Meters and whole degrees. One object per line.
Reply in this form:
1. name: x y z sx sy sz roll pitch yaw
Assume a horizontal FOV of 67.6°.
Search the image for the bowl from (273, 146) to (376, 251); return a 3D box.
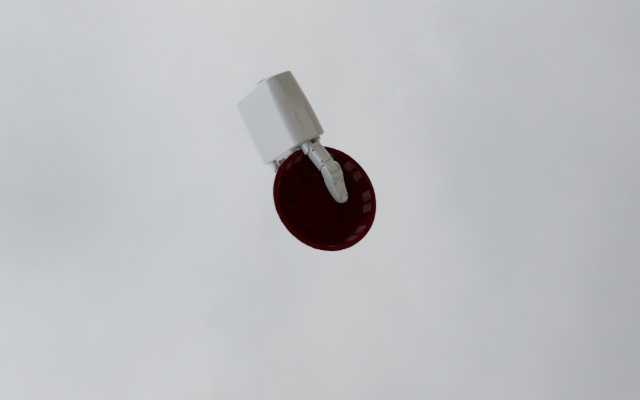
1. bowl: 0.000 0.004 0.713 0.162 0.162 0.055 0 -18 -22
